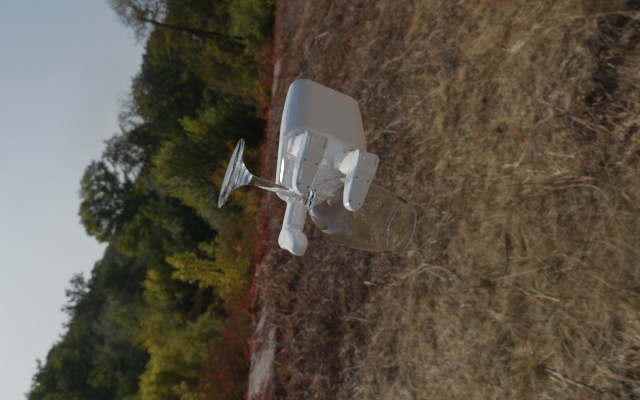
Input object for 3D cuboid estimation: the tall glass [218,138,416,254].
[{"bbox_3d":[-0.001,0.002,0.506,0.201,0.079,0.079,18,-6,-17],"label":"tall glass"}]
